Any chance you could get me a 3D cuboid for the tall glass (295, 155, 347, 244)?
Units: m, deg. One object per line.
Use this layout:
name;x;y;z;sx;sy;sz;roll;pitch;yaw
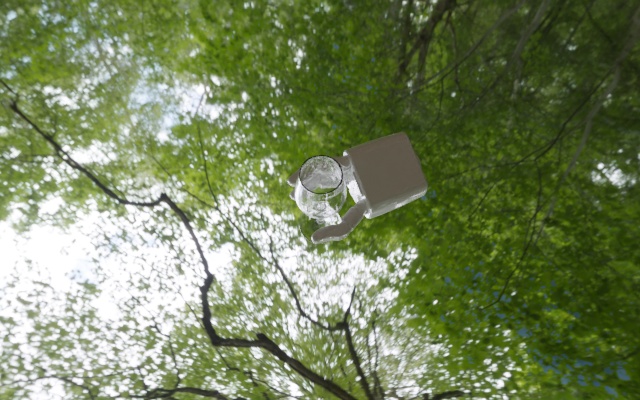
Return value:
tall glass;0.000;0.003;0.754;0.079;0.079;0.201;0;-23;0
